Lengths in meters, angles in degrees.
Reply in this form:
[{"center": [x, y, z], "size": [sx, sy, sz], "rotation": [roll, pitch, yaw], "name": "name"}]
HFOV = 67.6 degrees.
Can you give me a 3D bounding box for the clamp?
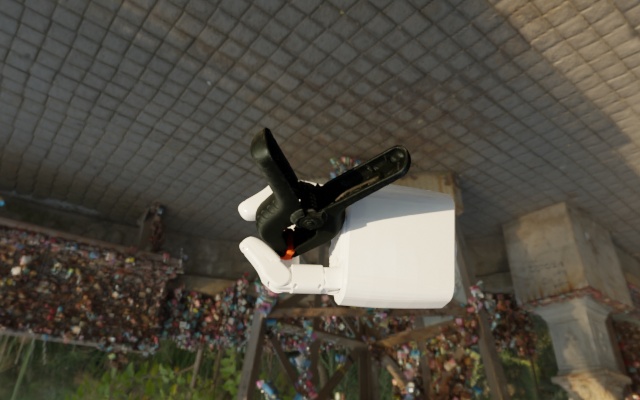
[{"center": [0.000, 0.002, 0.401], "size": [0.120, 0.039, 0.172], "rotation": [5, -31, -7], "name": "clamp"}]
